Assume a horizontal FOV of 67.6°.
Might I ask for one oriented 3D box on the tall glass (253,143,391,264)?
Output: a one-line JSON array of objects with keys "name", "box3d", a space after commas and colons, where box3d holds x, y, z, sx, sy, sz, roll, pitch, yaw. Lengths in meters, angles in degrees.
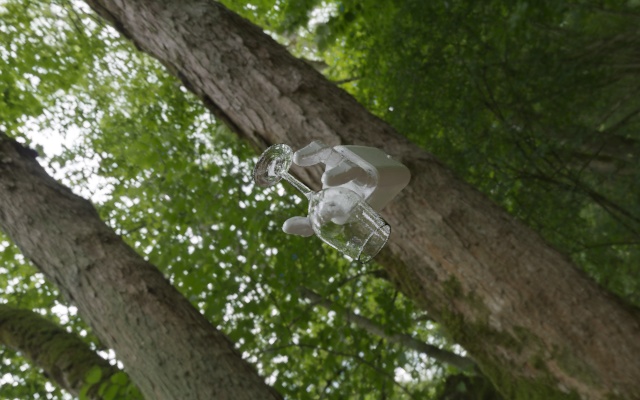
[{"name": "tall glass", "box3d": [0.000, 0.002, 0.649, 0.201, 0.079, 0.079, 38, 20, 29]}]
